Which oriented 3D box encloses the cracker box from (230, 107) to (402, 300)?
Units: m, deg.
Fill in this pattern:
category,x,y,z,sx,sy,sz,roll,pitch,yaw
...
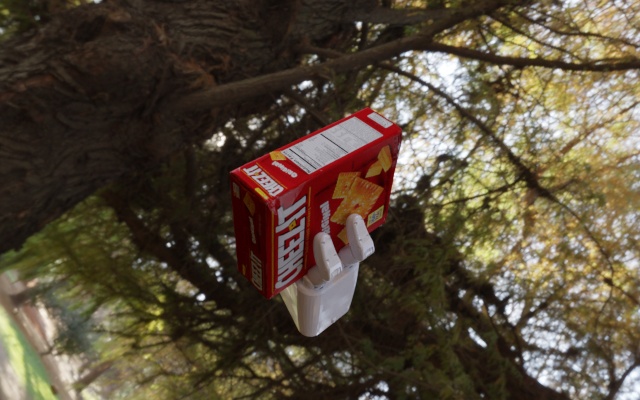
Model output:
category,x,y,z,sx,sy,sz,roll,pitch,yaw
cracker box,0.000,0.002,0.588,0.213,0.164,0.072,-30,52,-32
